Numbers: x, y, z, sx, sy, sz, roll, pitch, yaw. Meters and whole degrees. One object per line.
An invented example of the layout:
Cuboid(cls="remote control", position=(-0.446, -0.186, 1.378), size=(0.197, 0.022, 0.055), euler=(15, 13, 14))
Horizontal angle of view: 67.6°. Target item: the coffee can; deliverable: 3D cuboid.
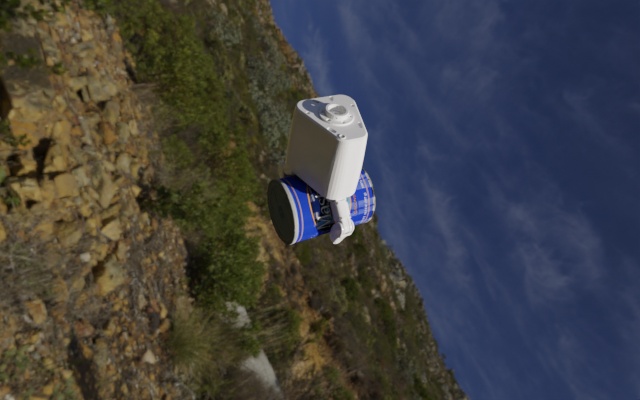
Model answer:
Cuboid(cls="coffee can", position=(0.000, 0.003, 0.753), size=(0.140, 0.103, 0.103), euler=(-14, 6, -25))
